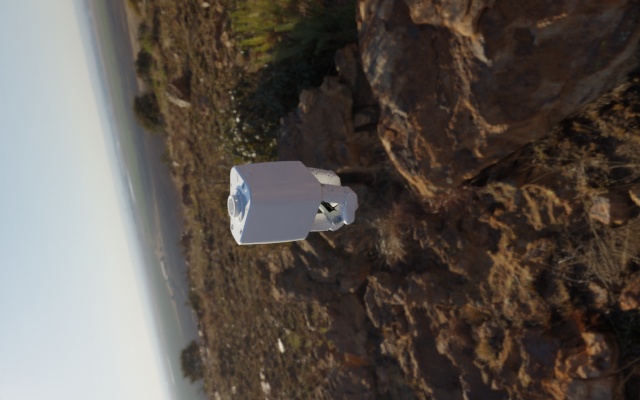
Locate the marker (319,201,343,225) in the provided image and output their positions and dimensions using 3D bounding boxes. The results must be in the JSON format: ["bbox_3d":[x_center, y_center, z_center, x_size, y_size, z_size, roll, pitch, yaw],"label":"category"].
[{"bbox_3d":[0.000,0.003,0.771,0.020,0.020,0.121,0,27,-30],"label":"marker"}]
